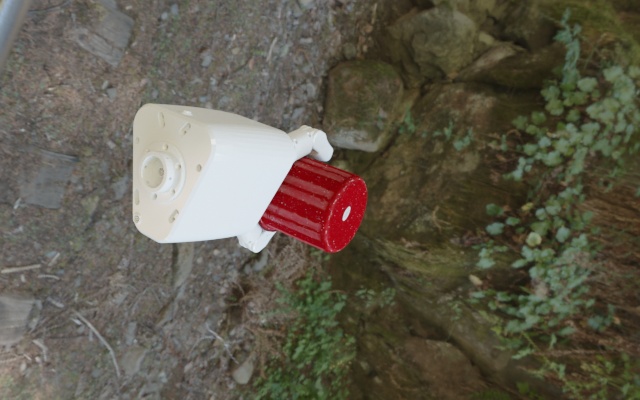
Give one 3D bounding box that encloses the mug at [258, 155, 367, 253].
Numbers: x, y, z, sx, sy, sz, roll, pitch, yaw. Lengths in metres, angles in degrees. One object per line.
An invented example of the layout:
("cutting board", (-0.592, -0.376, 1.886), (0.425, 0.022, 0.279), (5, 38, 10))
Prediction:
("mug", (0.001, 0.002, 0.497), (0.081, 0.093, 0.117), (21, 14, 28))
